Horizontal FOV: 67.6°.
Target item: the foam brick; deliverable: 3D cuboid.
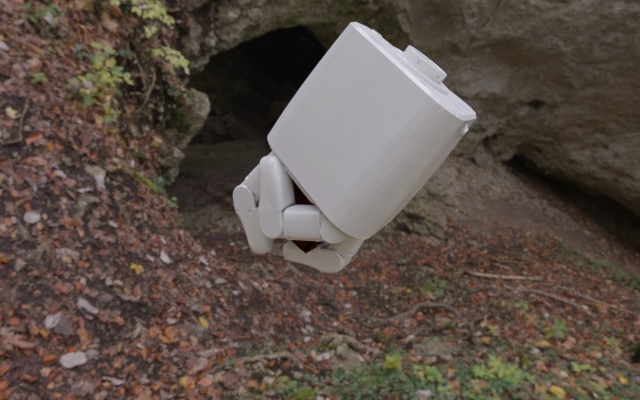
[{"bbox_3d":[0.000,0.001,0.406,0.053,0.051,0.078,43,24,11],"label":"foam brick"}]
